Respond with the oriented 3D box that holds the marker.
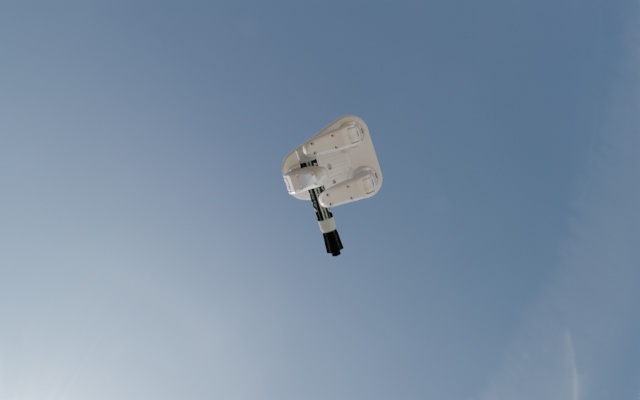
[{"bbox_3d":[0.000,0.002,0.506,0.020,0.121,0.020,-17,8,2],"label":"marker"}]
